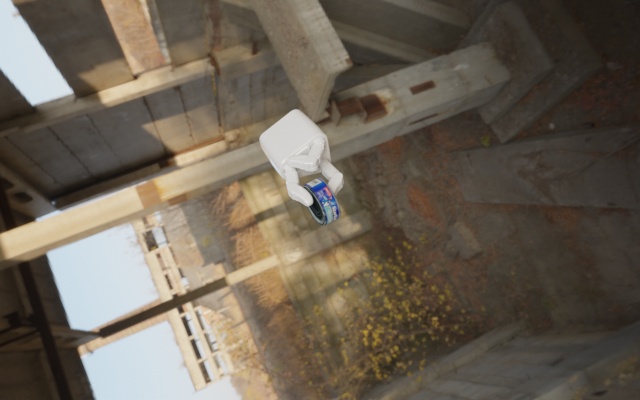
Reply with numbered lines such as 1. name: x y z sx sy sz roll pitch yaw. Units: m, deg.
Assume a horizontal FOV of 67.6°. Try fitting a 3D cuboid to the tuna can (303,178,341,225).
1. tuna can: 0.000 0.003 0.889 0.033 0.086 0.086 -28 9 -18
